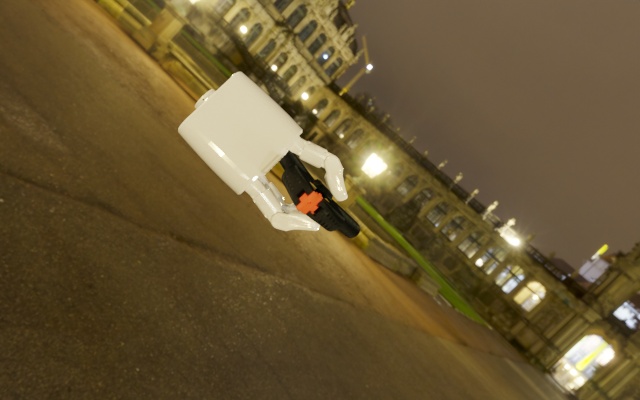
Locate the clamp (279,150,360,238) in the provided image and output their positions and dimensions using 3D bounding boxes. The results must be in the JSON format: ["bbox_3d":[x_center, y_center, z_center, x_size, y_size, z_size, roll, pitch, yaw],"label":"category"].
[{"bbox_3d":[0.001,0.001,0.604,0.036,0.164,0.210,-43,8,5],"label":"clamp"}]
